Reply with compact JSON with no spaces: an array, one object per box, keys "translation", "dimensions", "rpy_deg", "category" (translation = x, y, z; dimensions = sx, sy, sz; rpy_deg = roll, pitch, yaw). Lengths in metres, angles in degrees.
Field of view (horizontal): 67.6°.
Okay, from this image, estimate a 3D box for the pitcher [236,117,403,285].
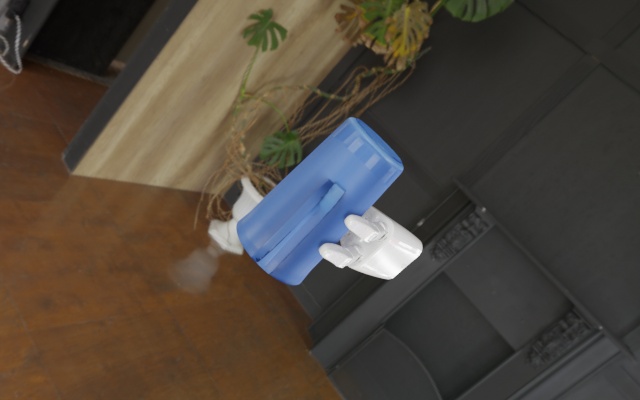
[{"translation":[0.000,0.002,0.690],"dimensions":[0.145,0.243,0.149],"rpy_deg":[28,22,-47],"category":"pitcher"}]
